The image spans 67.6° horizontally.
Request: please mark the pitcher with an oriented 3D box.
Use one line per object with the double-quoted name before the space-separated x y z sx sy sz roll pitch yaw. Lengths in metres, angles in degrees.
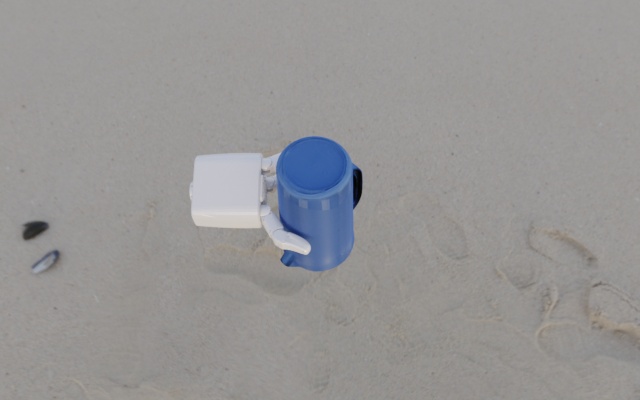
"pitcher" 0.000 0.003 0.767 0.145 0.149 0.243 1 -30 1
